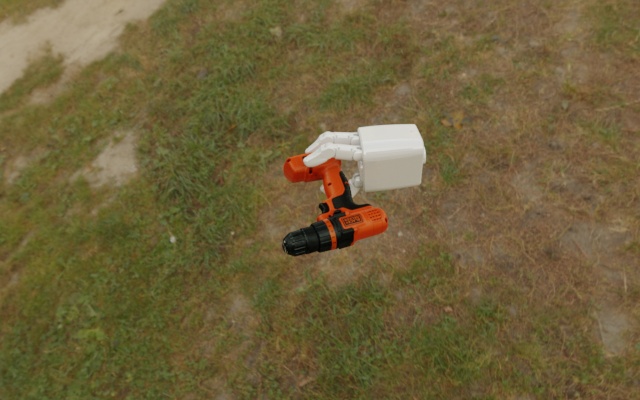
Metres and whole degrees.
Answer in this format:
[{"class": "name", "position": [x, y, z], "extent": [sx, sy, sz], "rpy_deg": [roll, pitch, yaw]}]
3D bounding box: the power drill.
[{"class": "power drill", "position": [0.000, 0.002, 0.824], "extent": [0.184, 0.187, 0.057], "rpy_deg": [-13, -34, -19]}]
